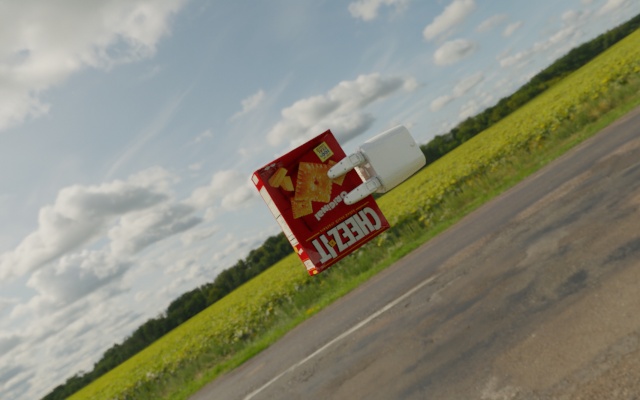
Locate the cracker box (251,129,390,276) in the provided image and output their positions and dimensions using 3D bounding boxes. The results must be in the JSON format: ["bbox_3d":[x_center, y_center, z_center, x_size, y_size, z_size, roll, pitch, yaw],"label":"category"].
[{"bbox_3d":[0.000,0.003,0.867,0.164,0.213,0.072,-31,-3,-17],"label":"cracker box"}]
